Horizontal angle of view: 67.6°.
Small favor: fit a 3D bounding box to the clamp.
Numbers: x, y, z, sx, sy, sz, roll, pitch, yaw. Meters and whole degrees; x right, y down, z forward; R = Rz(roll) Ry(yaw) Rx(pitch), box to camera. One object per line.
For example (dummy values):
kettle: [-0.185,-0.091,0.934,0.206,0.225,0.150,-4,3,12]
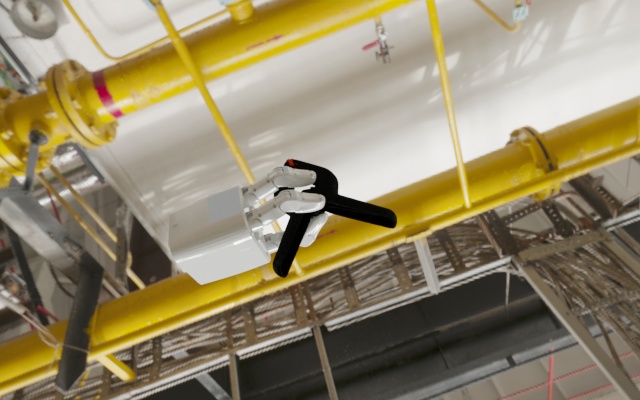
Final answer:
clamp: [0.000,0.002,0.652,0.164,0.036,0.209,-18,40,-2]
